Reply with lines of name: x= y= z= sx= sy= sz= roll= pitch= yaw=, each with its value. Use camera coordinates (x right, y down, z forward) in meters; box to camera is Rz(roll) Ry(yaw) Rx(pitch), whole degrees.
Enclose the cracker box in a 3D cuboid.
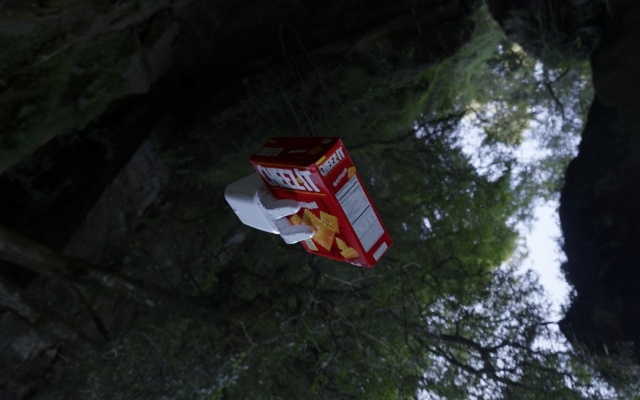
cracker box: x=0.000 y=0.003 z=0.772 sx=0.164 sy=0.214 sz=0.072 roll=8 pitch=47 yaw=48
